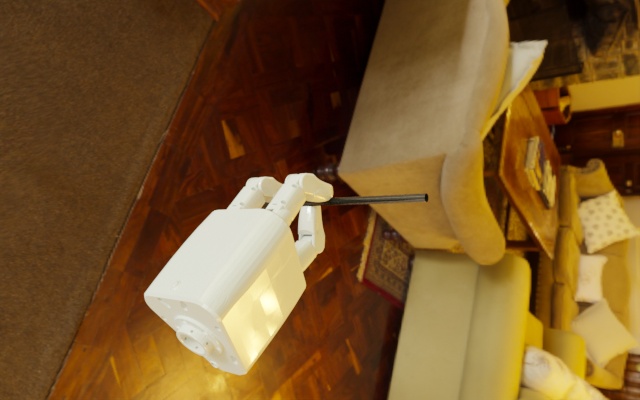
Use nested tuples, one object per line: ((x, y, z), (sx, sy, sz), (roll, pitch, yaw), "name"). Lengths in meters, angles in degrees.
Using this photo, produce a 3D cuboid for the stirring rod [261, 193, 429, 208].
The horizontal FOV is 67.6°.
((0.000, 0.002, 0.503), (0.239, 0.011, 0.011), (-2, -2, 37), "stirring rod")
